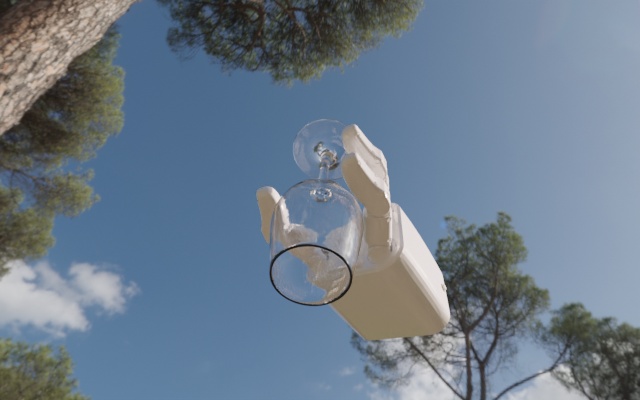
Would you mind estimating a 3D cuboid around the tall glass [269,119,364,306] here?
[{"bbox_3d":[0.000,0.001,0.433,0.079,0.079,0.201,0,33,5],"label":"tall glass"}]
